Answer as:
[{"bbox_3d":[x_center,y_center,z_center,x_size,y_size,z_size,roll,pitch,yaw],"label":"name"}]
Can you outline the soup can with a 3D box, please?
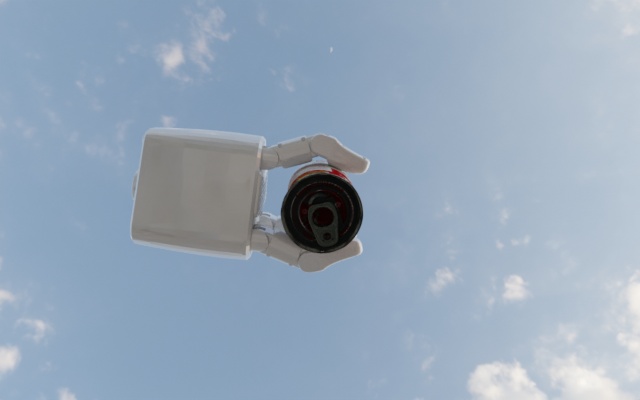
[{"bbox_3d":[0.001,0.001,0.439,0.068,0.068,0.102,0,11,-1],"label":"soup can"}]
